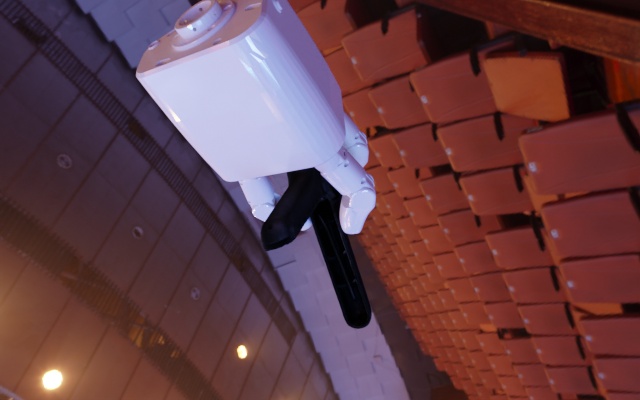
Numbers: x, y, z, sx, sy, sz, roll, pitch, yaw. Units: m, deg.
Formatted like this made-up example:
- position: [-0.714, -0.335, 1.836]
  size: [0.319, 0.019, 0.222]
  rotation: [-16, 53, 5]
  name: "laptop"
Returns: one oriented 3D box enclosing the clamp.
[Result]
- position: [-0.001, 0.001, 0.427]
  size: [0.036, 0.209, 0.165]
  rotation: [-19, -46, 16]
  name: "clamp"
